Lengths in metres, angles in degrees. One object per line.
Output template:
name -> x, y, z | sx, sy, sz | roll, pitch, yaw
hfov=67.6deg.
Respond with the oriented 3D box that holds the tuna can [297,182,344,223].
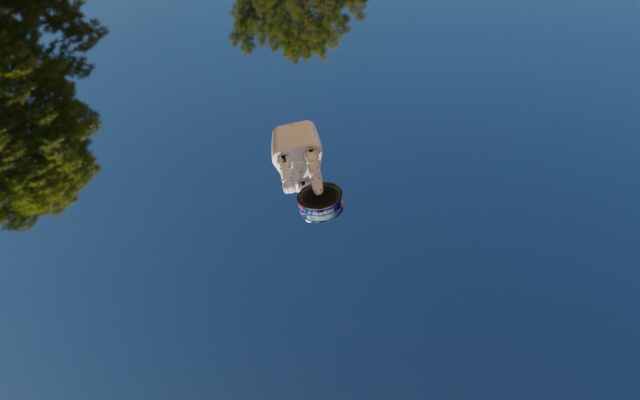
tuna can -> 0.000, 0.003, 0.889 | 0.086, 0.034, 0.086 | -6, 36, 4
